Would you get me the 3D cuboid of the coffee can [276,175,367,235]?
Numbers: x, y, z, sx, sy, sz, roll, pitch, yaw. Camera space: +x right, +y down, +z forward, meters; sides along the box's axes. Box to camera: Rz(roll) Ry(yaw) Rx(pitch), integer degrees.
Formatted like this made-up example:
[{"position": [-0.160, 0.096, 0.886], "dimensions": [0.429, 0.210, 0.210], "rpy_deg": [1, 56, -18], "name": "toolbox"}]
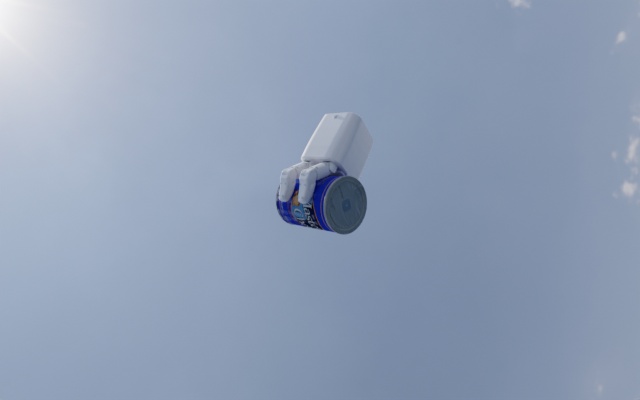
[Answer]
[{"position": [0.000, 0.003, 0.880], "dimensions": [0.103, 0.103, 0.140], "rpy_deg": [0, 5, -42], "name": "coffee can"}]
